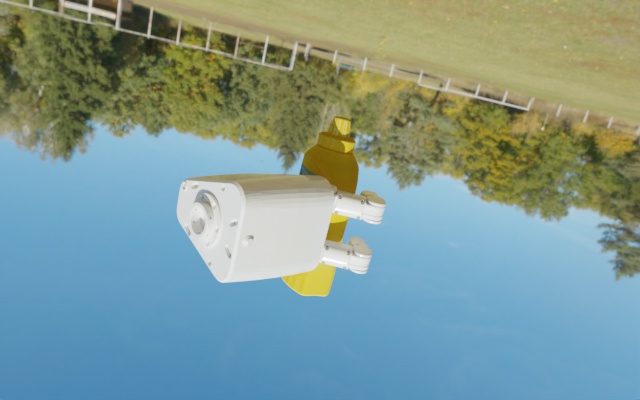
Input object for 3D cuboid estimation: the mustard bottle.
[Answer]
[{"bbox_3d":[0.000,0.002,0.531,0.058,0.192,0.096,7,17,-22],"label":"mustard bottle"}]
